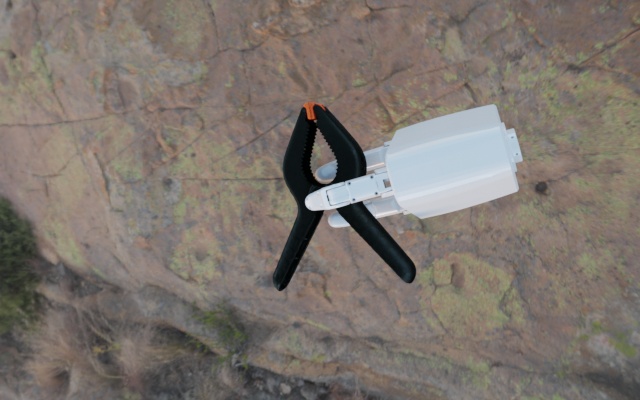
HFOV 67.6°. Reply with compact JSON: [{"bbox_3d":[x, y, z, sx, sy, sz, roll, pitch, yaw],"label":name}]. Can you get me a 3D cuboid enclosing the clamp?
[{"bbox_3d":[0.000,0.001,0.519,0.164,0.210,0.036,-15,0,22],"label":"clamp"}]
